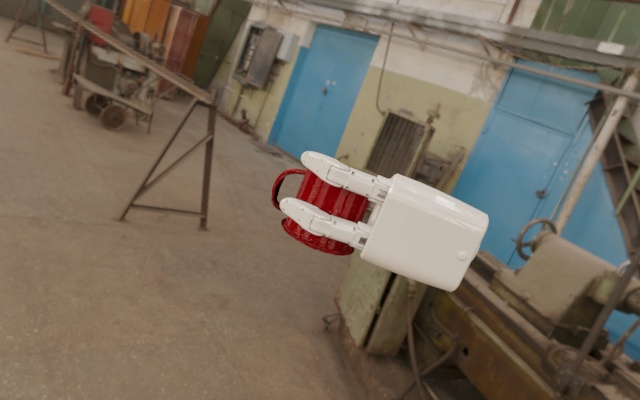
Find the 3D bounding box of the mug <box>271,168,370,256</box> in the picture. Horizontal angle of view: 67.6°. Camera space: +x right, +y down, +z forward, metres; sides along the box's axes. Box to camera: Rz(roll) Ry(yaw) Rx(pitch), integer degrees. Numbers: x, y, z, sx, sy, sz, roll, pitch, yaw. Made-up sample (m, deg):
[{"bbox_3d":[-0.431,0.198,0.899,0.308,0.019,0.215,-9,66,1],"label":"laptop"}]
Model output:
[{"bbox_3d":[-0.001,0.001,0.558,0.117,0.081,0.093,23,14,3],"label":"mug"}]
